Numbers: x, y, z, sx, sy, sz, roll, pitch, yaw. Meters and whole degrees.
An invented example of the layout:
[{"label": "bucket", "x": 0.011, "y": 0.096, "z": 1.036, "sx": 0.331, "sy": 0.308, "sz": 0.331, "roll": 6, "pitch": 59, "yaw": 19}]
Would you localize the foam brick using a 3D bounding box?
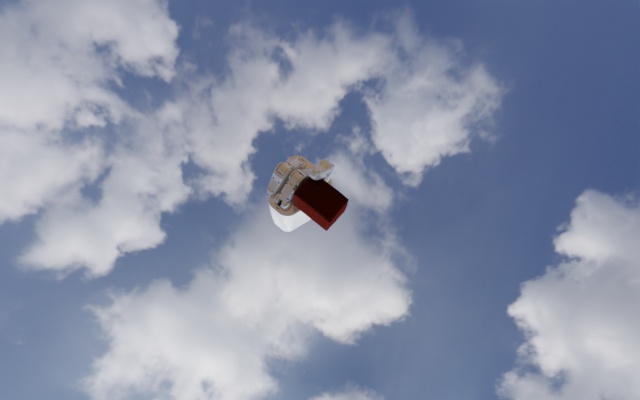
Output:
[{"label": "foam brick", "x": 0.000, "y": 0.003, "z": 0.797, "sx": 0.078, "sy": 0.053, "sz": 0.051, "roll": 39, "pitch": -20, "yaw": 12}]
